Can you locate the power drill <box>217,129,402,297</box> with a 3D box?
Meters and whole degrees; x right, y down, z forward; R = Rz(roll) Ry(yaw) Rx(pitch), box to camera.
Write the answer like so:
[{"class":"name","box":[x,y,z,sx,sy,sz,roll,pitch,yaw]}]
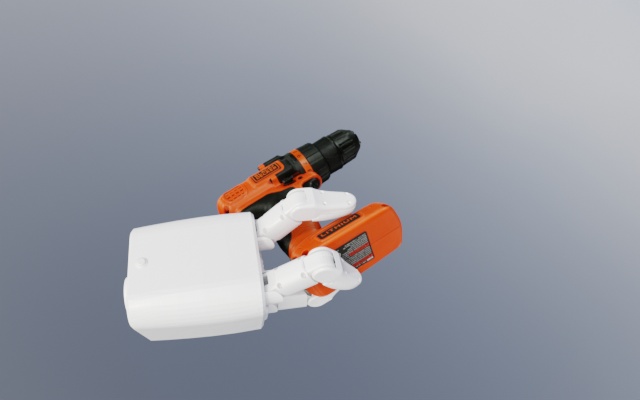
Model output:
[{"class":"power drill","box":[0.000,0.002,0.496,0.184,0.057,0.187,-33,36,-12]}]
